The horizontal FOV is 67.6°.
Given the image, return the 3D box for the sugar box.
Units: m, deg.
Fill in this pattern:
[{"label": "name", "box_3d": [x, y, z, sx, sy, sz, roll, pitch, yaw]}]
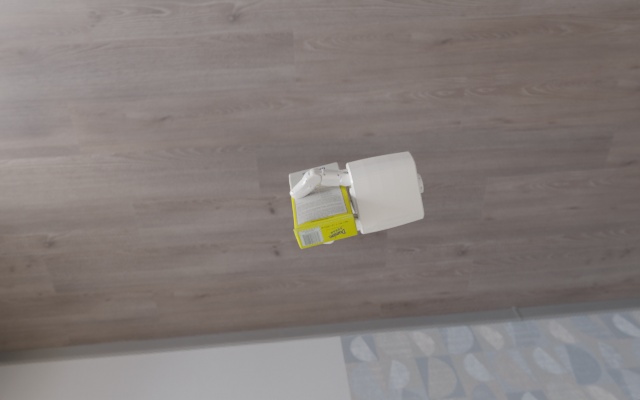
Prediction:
[{"label": "sugar box", "box_3d": [0.000, 0.003, 0.788, 0.093, 0.048, 0.176, -14, 29, 2]}]
